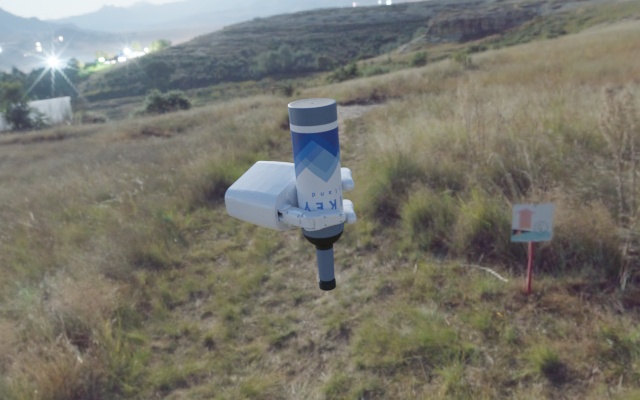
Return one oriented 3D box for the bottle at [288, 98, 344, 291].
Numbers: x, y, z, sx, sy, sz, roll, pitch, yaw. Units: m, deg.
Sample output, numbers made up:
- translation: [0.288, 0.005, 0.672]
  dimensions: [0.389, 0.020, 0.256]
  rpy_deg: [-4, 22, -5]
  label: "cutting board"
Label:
- translation: [0.000, 0.002, 0.708]
  dimensions: [0.069, 0.296, 0.069]
  rpy_deg: [-4, 23, 2]
  label: "bottle"
